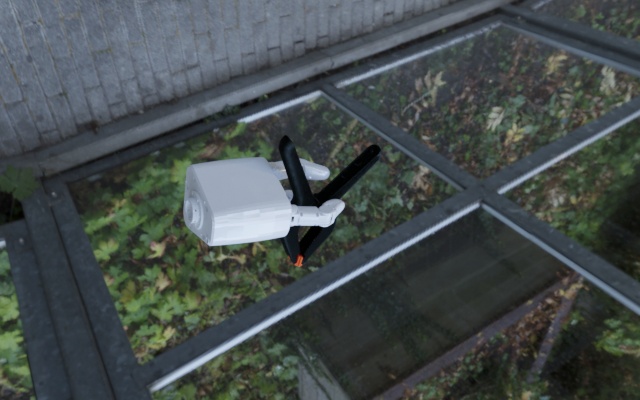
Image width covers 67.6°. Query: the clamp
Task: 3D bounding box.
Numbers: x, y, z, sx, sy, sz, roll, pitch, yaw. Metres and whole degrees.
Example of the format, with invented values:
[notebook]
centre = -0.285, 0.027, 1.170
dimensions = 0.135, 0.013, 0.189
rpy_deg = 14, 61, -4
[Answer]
[clamp]
centre = 0.000, 0.003, 0.689
dimensions = 0.164, 0.210, 0.036
rpy_deg = -5, 34, -30
